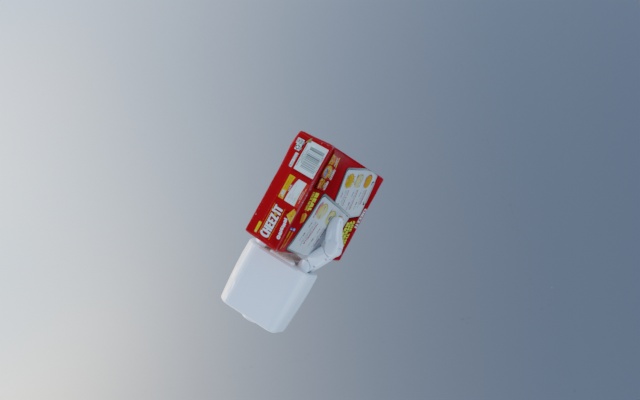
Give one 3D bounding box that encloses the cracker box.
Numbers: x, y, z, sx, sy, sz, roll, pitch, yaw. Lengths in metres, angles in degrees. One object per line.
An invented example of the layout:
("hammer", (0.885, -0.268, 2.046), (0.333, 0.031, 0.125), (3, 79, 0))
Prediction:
("cracker box", (0.000, 0.002, 0.742), (0.072, 0.164, 0.214), (31, 4, 27))
